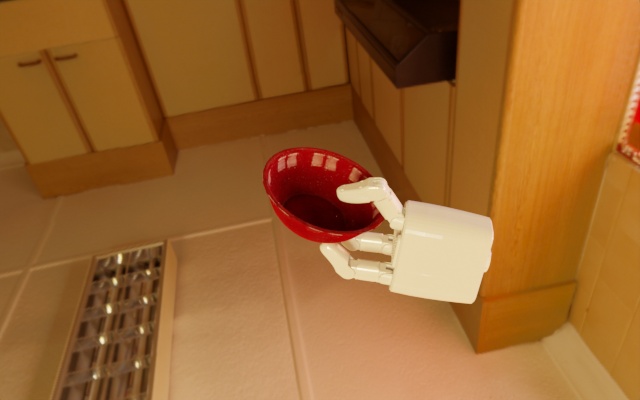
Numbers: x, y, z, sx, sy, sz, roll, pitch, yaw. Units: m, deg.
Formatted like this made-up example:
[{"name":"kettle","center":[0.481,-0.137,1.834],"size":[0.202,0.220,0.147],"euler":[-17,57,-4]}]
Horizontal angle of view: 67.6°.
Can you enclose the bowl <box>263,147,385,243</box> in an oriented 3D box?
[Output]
[{"name":"bowl","center":[-0.001,0.002,0.605],"size":[0.162,0.055,0.162],"euler":[13,39,-11]}]
